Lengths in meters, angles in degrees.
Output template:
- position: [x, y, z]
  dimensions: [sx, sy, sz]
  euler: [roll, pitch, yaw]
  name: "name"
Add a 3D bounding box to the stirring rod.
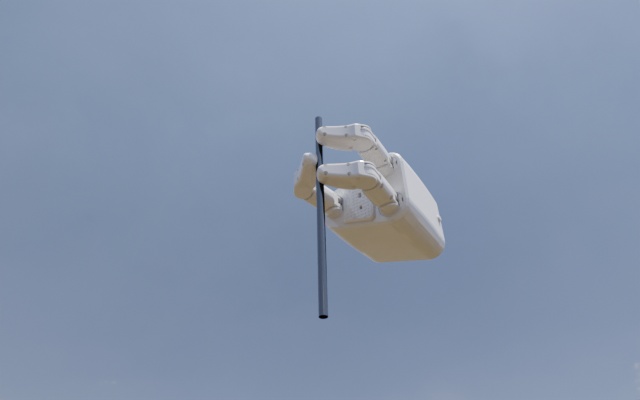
- position: [0.000, 0.002, 0.466]
  dimensions: [0.011, 0.239, 0.011]
  euler: [-1, -39, -1]
  name: "stirring rod"
